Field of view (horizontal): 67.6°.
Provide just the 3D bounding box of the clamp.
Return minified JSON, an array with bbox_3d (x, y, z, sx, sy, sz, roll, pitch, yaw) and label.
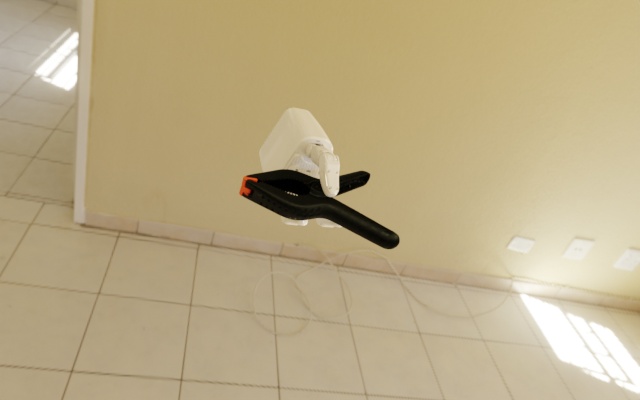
[{"bbox_3d":[0.000,0.001,0.636,0.210,0.036,0.164,5,34,-24],"label":"clamp"}]
